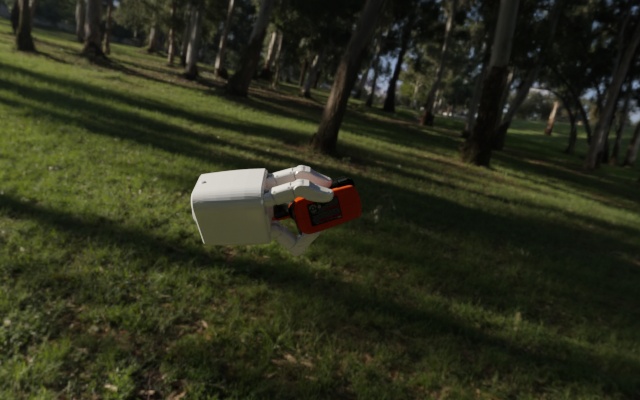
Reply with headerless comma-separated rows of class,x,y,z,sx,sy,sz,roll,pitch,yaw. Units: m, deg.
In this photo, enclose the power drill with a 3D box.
power drill,0.000,0.003,0.809,0.184,0.057,0.187,-19,9,-16
